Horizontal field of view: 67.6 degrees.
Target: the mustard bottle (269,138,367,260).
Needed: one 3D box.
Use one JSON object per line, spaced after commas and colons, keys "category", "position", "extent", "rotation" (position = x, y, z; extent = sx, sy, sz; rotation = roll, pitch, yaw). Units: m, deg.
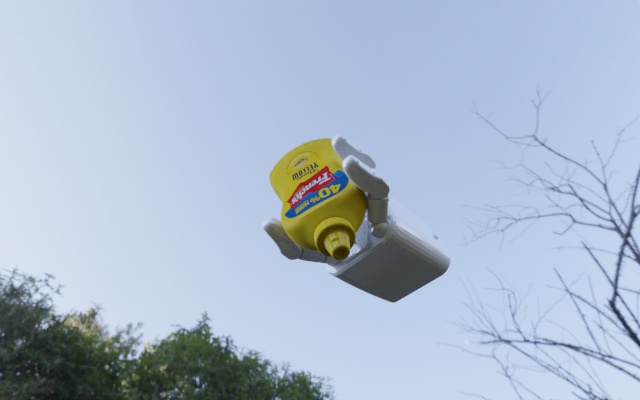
{"category": "mustard bottle", "position": [0.000, 0.001, 0.531], "extent": [0.096, 0.058, 0.191], "rotation": [-28, 34, 4]}
